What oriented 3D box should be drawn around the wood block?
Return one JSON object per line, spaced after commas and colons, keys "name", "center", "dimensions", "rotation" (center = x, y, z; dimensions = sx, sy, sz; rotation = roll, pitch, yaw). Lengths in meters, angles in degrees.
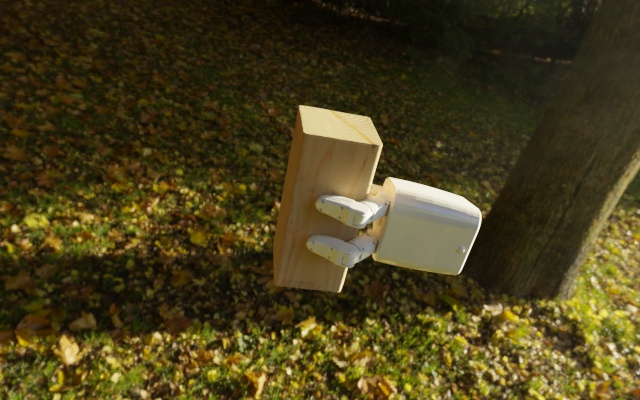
{"name": "wood block", "center": [0.000, 0.002, 0.588], "dimensions": [0.090, 0.206, 0.090], "rotation": [8, 29, -10]}
